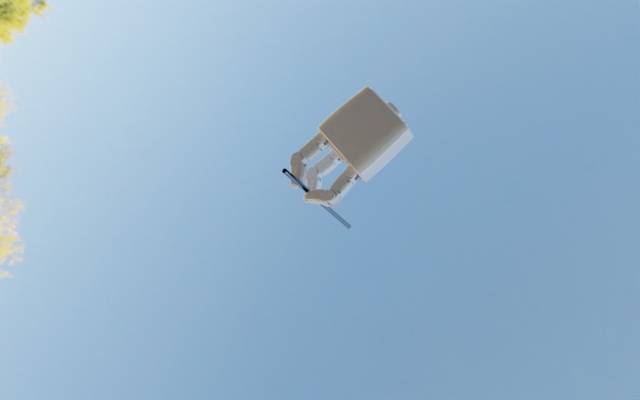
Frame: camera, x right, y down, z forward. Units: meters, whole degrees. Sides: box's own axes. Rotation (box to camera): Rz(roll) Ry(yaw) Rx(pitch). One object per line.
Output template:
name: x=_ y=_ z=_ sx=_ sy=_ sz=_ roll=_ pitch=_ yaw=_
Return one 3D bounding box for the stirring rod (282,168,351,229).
stirring rod: x=0.000 y=0.003 z=0.806 sx=0.011 sy=0.011 sz=0.240 roll=0 pitch=-23 yaw=29
